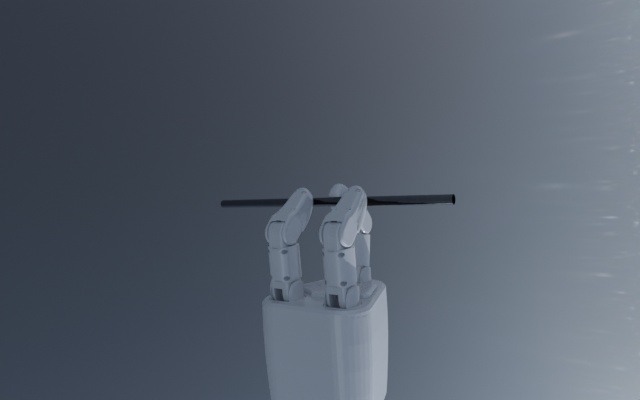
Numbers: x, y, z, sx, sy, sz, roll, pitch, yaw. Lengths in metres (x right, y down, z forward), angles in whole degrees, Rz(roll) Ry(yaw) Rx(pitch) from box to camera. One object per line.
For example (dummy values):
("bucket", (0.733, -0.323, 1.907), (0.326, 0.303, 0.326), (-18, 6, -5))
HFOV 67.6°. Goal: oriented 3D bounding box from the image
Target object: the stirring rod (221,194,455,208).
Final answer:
("stirring rod", (0.000, 0.001, 0.425), (0.239, 0.011, 0.011), (-1, -1, 34))
